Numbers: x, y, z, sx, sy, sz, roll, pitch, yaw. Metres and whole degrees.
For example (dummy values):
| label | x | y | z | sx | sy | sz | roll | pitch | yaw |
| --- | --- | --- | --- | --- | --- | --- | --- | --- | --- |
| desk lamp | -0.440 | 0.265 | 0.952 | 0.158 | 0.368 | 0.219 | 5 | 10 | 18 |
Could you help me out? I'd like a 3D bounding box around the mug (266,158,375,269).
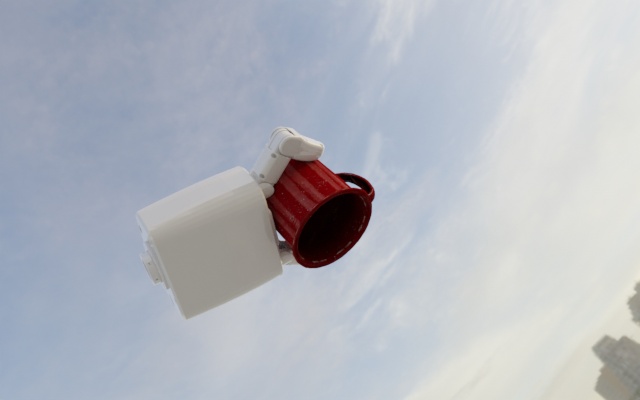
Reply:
| label | x | y | z | sx | sy | sz | roll | pitch | yaw |
| --- | --- | --- | --- | --- | --- | --- | --- | --- | --- |
| mug | 0.001 | 0.001 | 0.481 | 0.117 | 0.093 | 0.081 | -26 | 48 | -24 |
